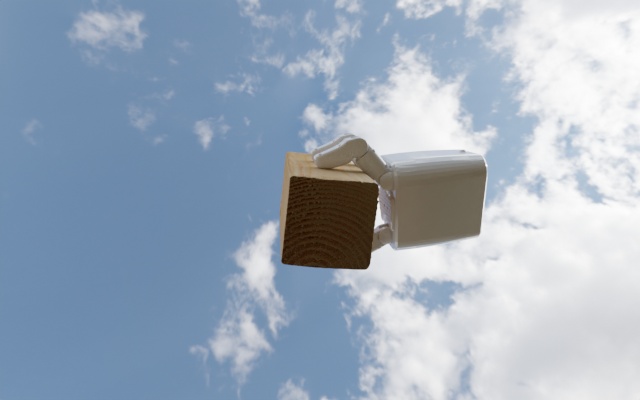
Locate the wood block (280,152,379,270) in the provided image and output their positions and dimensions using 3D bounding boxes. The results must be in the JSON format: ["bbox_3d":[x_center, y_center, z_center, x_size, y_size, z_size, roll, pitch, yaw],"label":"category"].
[{"bbox_3d":[0.000,0.002,0.560,0.090,0.091,0.206,5,11,-6],"label":"wood block"}]
